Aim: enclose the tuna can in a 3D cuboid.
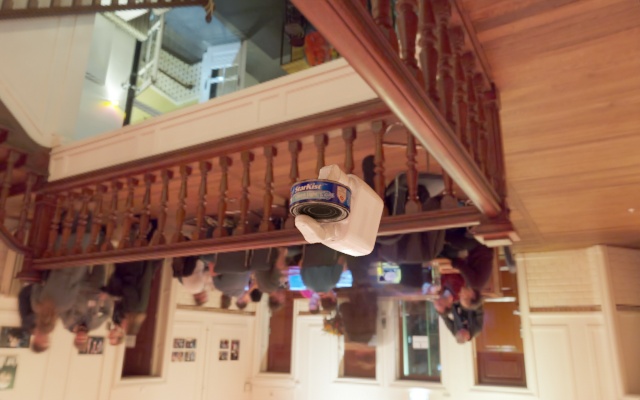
[{"bbox_3d":[0.000,0.003,0.660,0.086,0.033,0.086,3,-21,1],"label":"tuna can"}]
